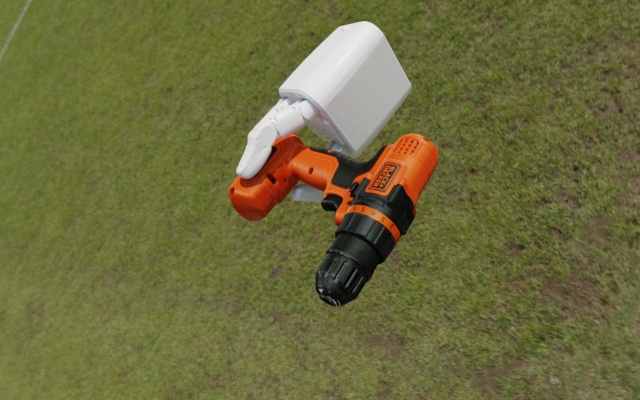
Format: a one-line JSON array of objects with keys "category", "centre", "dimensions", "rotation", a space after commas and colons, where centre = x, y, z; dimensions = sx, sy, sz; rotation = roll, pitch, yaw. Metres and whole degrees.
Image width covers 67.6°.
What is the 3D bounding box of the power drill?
[{"category": "power drill", "centre": [0.000, 0.001, 0.468], "dimensions": [0.187, 0.184, 0.057], "rotation": [15, -34, 36]}]
